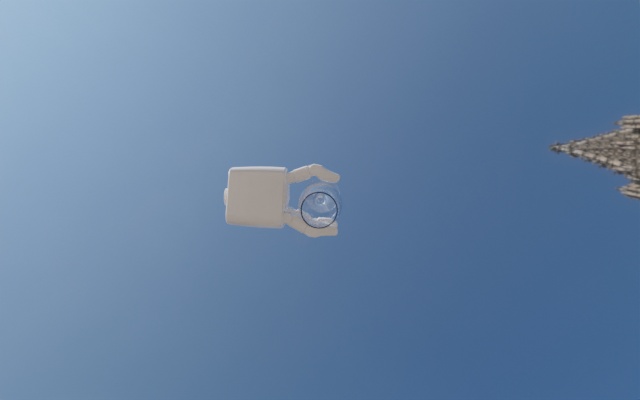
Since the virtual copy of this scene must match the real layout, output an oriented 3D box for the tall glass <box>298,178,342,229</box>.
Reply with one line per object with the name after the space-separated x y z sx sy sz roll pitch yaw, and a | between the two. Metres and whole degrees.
0.000 0.003 0.884 0.079 0.079 0.201 0 8 1 | tall glass
